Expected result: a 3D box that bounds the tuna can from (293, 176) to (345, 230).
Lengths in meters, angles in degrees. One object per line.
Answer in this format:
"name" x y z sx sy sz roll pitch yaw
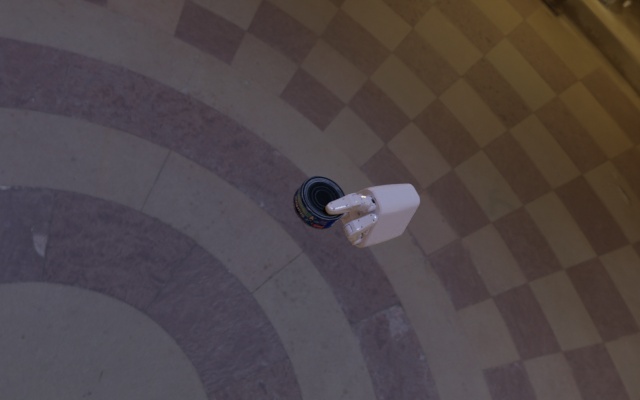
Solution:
"tuna can" 0.000 0.002 0.791 0.086 0.086 0.034 0 -28 -29
